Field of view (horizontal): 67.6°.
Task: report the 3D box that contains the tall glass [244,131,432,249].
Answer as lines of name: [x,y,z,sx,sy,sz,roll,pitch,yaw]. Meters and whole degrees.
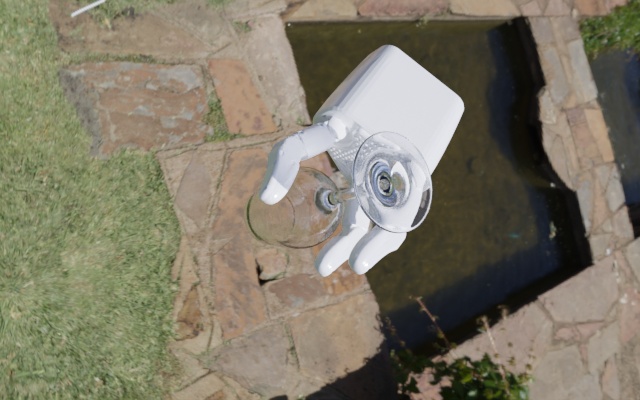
tall glass: [0.000,0.001,0.422,0.079,0.079,0.201,0,-9,-33]
